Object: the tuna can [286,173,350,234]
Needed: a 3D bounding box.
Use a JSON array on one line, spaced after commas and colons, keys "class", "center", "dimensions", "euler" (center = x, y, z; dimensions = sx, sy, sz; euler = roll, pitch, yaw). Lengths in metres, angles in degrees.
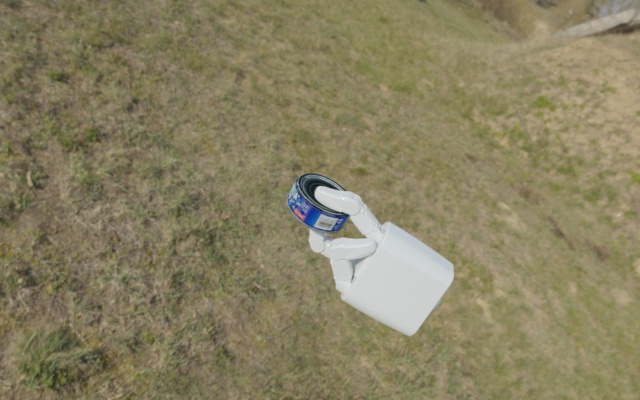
[{"class": "tuna can", "center": [0.000, 0.002, 0.635], "dimensions": [0.086, 0.034, 0.086], "euler": [22, 32, -15]}]
